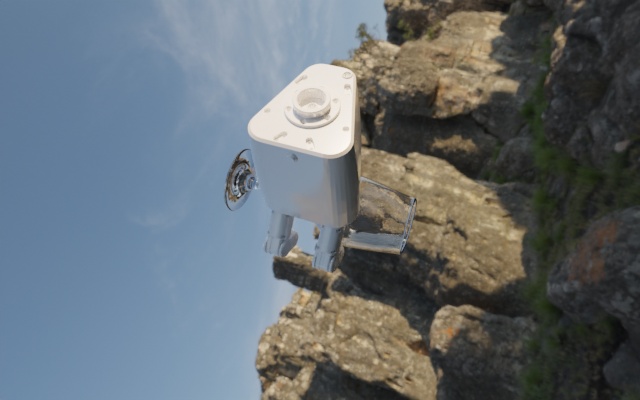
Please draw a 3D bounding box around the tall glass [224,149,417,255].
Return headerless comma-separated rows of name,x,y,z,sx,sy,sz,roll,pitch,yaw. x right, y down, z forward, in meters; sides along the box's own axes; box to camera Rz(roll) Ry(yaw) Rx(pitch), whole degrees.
tall glass,-0.001,0.002,0.525,0.201,0.079,0.079,16,4,15
